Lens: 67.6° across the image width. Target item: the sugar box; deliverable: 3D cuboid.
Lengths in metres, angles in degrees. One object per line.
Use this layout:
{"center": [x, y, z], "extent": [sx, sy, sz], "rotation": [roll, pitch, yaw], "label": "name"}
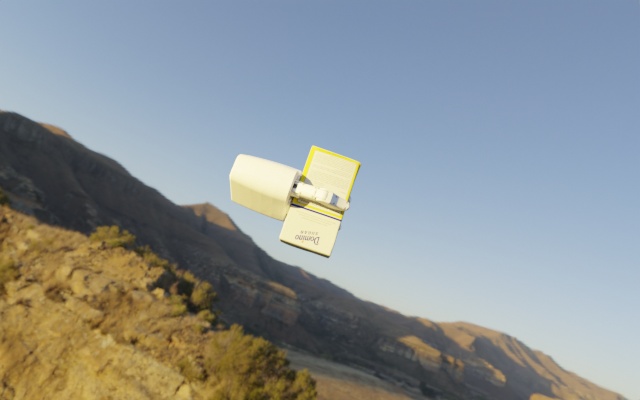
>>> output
{"center": [0.000, 0.003, 0.831], "extent": [0.093, 0.176, 0.048], "rotation": [19, -12, 2], "label": "sugar box"}
